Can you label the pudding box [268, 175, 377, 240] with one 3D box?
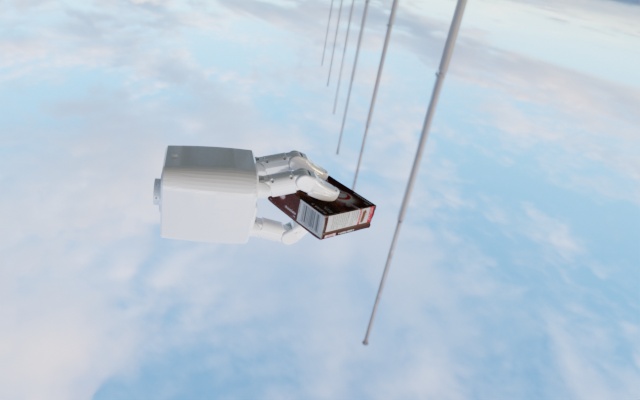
[{"bbox_3d":[0.000,0.002,0.614,0.090,0.039,0.113,-12,37,-41],"label":"pudding box"}]
